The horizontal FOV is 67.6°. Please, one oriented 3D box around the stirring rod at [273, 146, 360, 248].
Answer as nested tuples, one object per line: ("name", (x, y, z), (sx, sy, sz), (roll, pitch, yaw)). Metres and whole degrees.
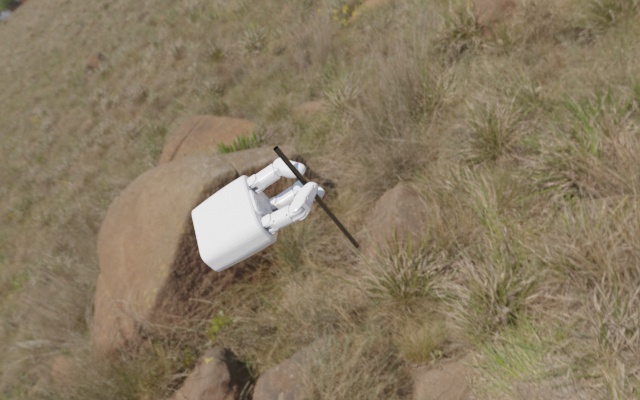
("stirring rod", (0.000, 0.003, 0.726), (0.011, 0.011, 0.240), (0, -38, 40))
